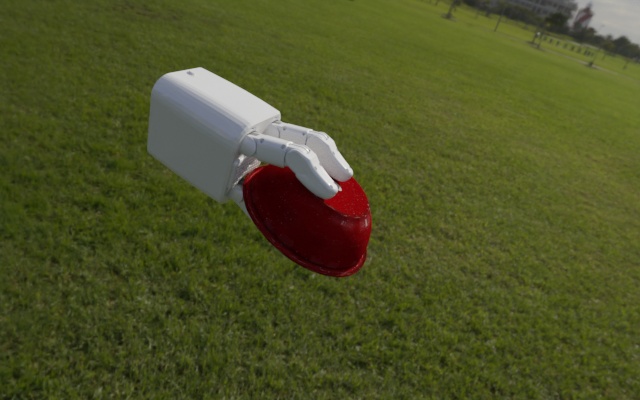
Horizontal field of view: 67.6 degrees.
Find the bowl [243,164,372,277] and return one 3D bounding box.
[{"bbox_3d":[0.001,0.002,0.513,0.162,0.162,0.055,0,-42,-49],"label":"bowl"}]
